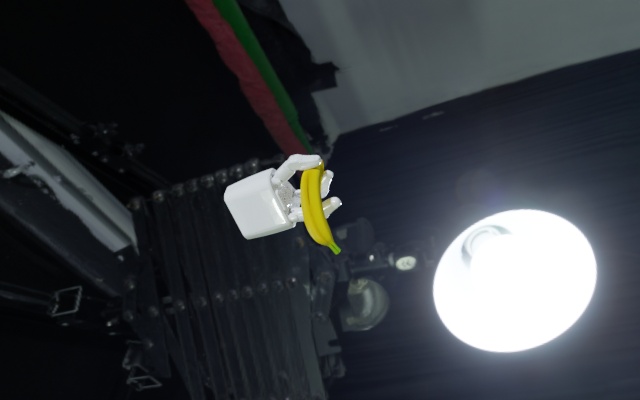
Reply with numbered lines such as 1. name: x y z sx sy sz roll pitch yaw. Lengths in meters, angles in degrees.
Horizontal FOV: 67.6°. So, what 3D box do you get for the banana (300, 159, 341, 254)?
1. banana: -0.008 -0.001 0.840 0.037 0.197 0.070 -22 -32 22
